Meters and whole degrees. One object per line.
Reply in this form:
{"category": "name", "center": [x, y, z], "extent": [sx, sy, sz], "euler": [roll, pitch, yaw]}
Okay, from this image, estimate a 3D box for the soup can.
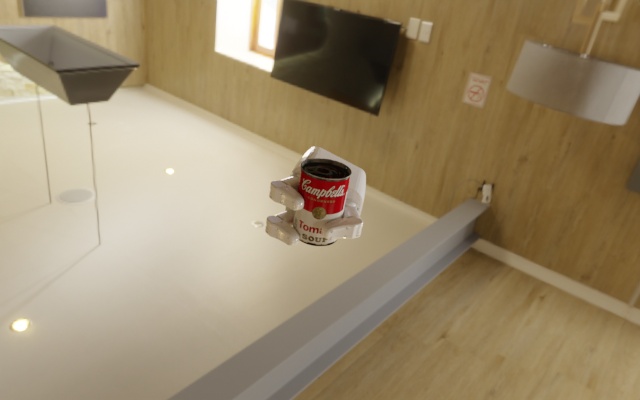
{"category": "soup can", "center": [0.000, 0.003, 0.648], "extent": [0.068, 0.102, 0.068], "euler": [8, 26, -4]}
